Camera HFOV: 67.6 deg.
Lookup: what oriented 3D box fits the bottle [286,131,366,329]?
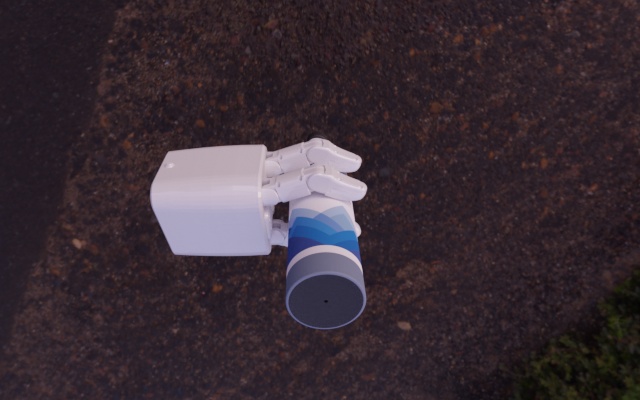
[{"bbox_3d":[0.000,0.002,0.513,0.069,0.069,0.295,0,34,-2],"label":"bottle"}]
